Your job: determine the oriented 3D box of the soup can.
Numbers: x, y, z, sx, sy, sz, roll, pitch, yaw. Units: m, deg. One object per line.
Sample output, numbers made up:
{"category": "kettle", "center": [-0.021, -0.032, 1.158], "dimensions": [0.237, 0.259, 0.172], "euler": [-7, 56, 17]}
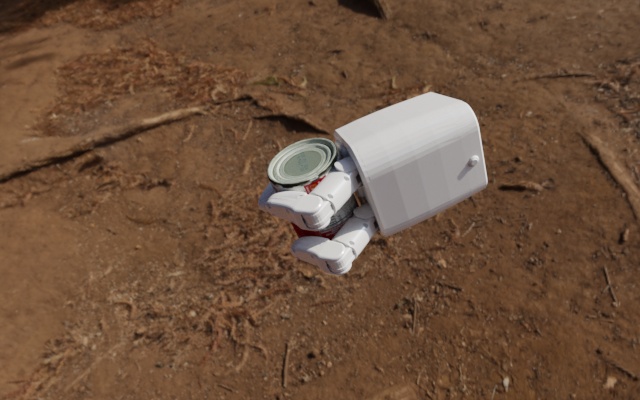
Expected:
{"category": "soup can", "center": [-0.001, 0.001, 0.447], "dimensions": [0.068, 0.102, 0.068], "euler": [-15, 38, 12]}
